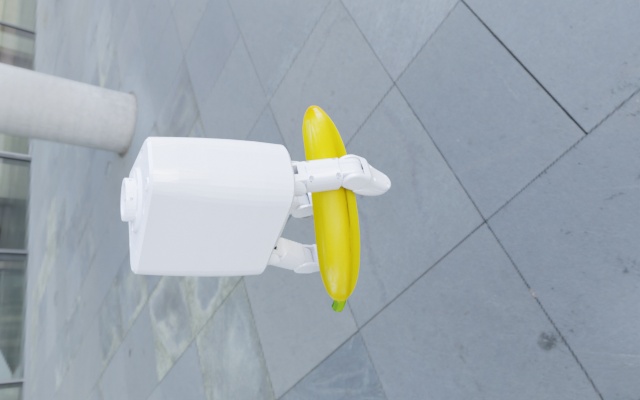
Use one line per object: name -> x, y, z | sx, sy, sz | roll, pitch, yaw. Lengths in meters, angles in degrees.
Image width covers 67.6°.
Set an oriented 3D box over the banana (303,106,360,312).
banana -> 0.007, 0.002, 0.426 | 0.037, 0.197, 0.069 | -3, -8, -21
